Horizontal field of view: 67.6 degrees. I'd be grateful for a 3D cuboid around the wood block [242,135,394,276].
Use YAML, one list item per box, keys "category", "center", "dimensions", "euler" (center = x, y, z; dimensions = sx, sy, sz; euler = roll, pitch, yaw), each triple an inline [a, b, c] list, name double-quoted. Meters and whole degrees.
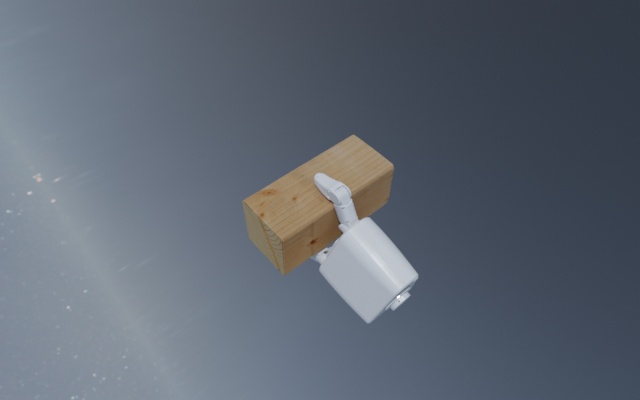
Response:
- category: "wood block"
  center: [0.000, 0.002, 0.698]
  dimensions: [0.206, 0.091, 0.090]
  euler: [-33, 58, -25]
